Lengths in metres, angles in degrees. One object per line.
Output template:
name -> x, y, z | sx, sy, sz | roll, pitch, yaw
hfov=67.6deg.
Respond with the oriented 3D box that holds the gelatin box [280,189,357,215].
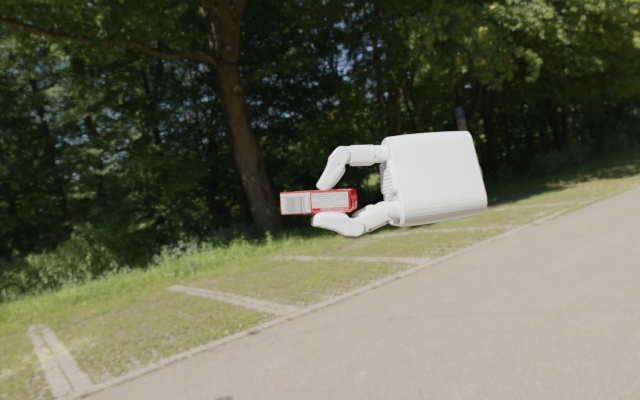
gelatin box -> 0.000, 0.002, 0.607 | 0.089, 0.030, 0.073 | -3, 1, 9
